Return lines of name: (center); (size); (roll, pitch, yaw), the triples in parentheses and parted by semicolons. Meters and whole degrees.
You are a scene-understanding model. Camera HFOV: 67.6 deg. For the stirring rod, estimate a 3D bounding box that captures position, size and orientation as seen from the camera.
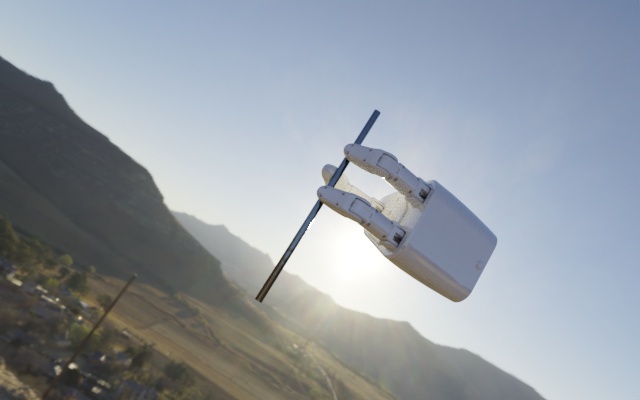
stirring rod: (0.000, 0.002, 0.505); (0.011, 0.239, 0.011); (31, -11, 7)
